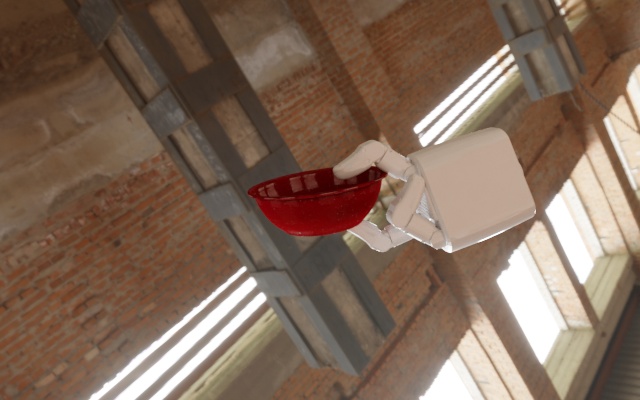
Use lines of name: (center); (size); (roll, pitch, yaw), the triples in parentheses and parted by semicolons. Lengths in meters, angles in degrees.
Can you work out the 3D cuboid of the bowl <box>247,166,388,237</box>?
bowl: (-0.001, 0.002, 0.549); (0.162, 0.055, 0.162); (-8, 12, 2)
